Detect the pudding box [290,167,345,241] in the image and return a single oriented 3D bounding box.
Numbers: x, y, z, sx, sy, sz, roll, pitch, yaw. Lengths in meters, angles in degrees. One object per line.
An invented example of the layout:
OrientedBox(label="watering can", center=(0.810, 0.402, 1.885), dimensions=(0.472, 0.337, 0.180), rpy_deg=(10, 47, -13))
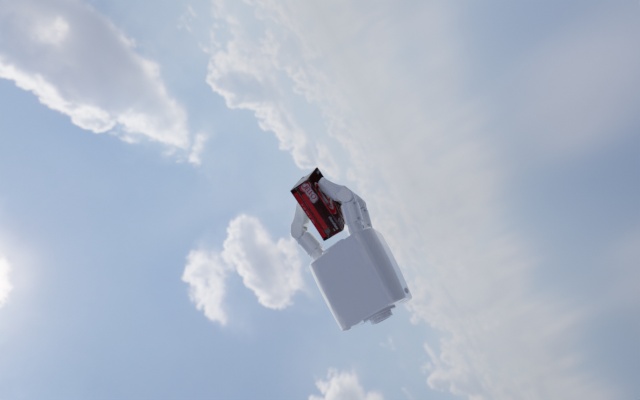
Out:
OrientedBox(label="pudding box", center=(0.000, 0.003, 0.722), dimensions=(0.039, 0.090, 0.113), rpy_deg=(-32, 8, 10))
